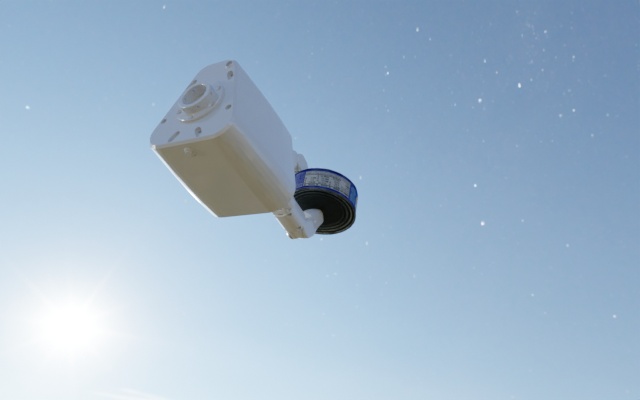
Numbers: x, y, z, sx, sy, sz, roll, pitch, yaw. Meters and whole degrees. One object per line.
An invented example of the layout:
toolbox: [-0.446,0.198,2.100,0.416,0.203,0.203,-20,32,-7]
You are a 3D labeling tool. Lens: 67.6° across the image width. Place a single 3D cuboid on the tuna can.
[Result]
tuna can: [0.000,0.001,0.552,0.086,0.033,0.086,7,-38,5]
